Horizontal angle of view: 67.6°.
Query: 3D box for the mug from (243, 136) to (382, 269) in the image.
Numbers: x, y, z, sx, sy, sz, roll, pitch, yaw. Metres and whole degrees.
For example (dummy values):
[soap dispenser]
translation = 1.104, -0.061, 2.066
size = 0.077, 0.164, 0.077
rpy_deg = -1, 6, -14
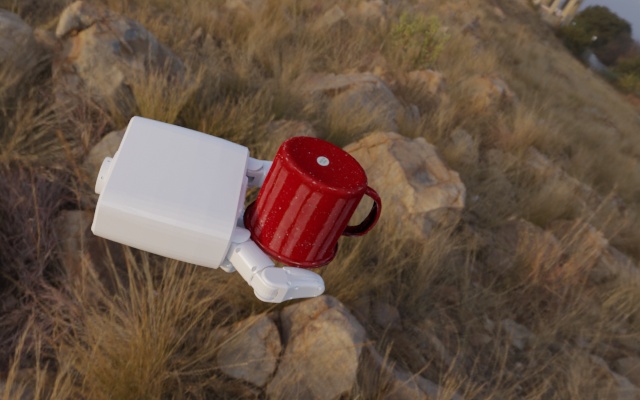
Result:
[mug]
translation = 0.001, 0.002, 0.421
size = 0.117, 0.081, 0.093
rpy_deg = 16, 34, -18
